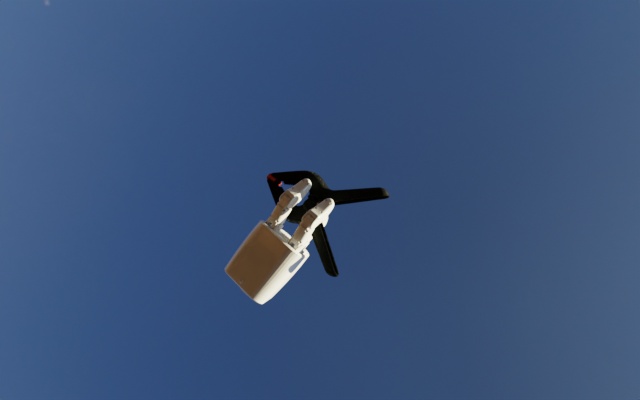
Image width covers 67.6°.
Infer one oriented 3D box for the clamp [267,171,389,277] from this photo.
[{"bbox_3d":[0.000,0.003,0.804,0.210,0.164,0.036,39,-1,24],"label":"clamp"}]
